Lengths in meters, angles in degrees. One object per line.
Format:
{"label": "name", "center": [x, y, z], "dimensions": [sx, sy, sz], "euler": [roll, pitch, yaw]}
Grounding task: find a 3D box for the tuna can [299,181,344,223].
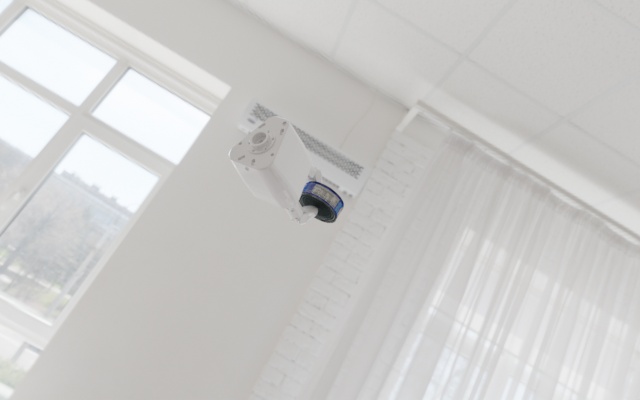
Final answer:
{"label": "tuna can", "center": [0.000, 0.003, 0.891], "dimensions": [0.086, 0.033, 0.086], "euler": [28, -24, 14]}
